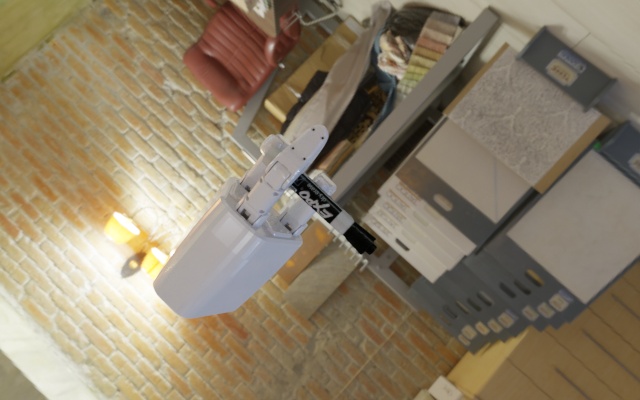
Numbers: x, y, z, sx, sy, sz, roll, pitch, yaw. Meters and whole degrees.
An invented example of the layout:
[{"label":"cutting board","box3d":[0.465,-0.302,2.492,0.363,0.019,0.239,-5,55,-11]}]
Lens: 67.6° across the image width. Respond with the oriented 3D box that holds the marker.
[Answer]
[{"label":"marker","box3d":[0.000,0.001,0.401,0.121,0.020,0.020,43,4,4]}]
